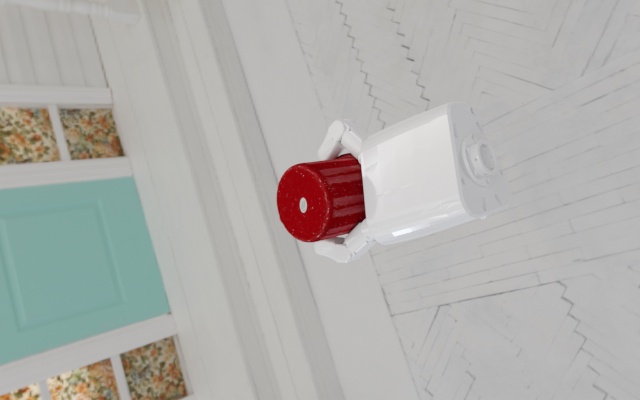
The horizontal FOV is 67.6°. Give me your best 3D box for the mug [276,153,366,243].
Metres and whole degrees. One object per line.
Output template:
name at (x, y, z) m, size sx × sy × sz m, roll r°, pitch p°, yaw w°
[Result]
mug at (-0.001, 0.002, 0.516) m, size 0.081 × 0.093 × 0.117 m, roll -11°, pitch -9°, yaw -44°
